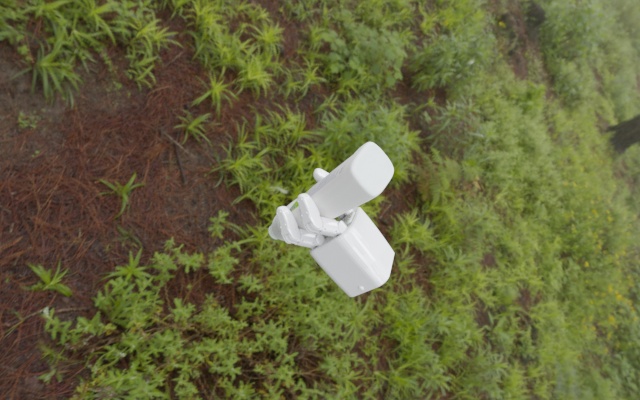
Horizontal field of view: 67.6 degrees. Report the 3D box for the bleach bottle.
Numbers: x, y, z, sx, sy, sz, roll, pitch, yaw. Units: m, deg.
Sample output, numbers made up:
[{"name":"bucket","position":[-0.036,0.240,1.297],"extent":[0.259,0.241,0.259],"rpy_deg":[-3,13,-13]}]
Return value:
[{"name":"bleach bottle","position":[0.000,0.003,0.787],"extent":[0.251,0.068,0.102],"rpy_deg":[-32,12,42]}]
